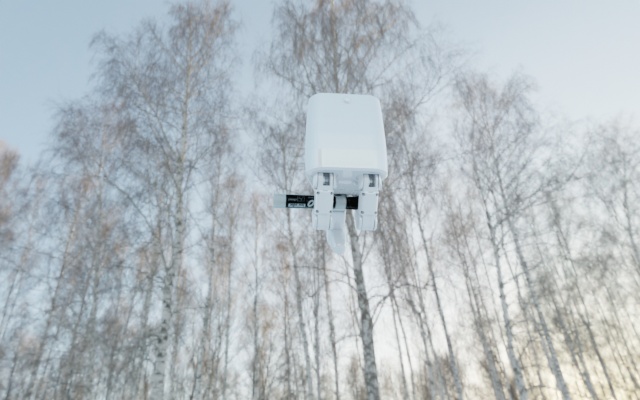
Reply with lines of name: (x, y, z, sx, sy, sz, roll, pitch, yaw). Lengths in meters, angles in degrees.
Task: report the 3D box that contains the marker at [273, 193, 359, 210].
marker: (0.000, 0.002, 0.612, 0.121, 0.020, 0.020, 2, 0, -8)
